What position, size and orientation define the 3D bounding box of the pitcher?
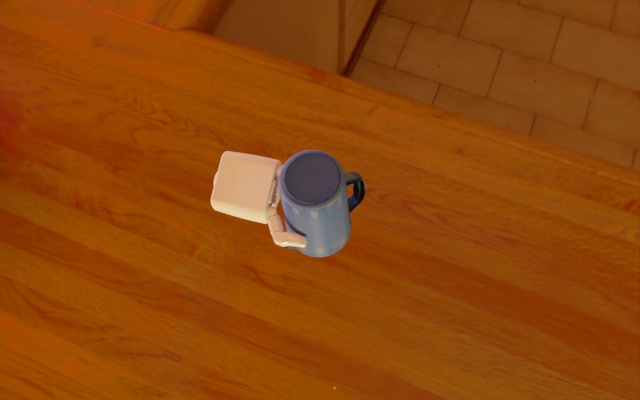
[{"bbox_3d":[0.000,0.003,0.865,0.145,0.149,0.243,12,-20,7],"label":"pitcher"}]
